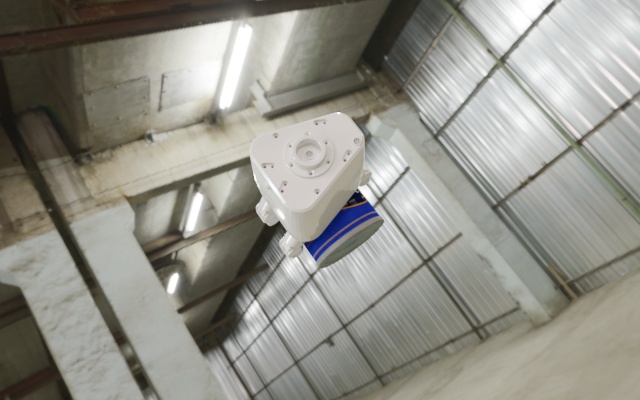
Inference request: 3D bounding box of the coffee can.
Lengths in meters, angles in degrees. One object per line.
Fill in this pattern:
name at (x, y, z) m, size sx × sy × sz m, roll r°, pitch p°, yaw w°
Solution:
coffee can at (0.000, 0.002, 0.621) m, size 0.103 × 0.140 × 0.103 m, roll -34°, pitch -15°, yaw -10°
